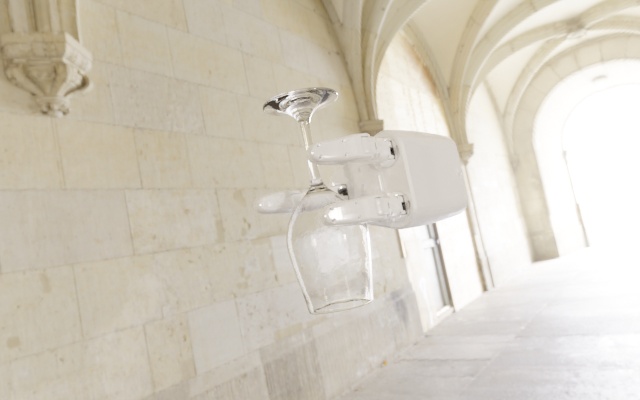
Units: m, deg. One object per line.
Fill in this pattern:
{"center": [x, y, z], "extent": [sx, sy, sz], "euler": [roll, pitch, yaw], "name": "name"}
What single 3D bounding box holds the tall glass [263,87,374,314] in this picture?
{"center": [0.000, 0.001, 0.454], "extent": [0.079, 0.201, 0.079], "euler": [-11, -5, -1], "name": "tall glass"}
